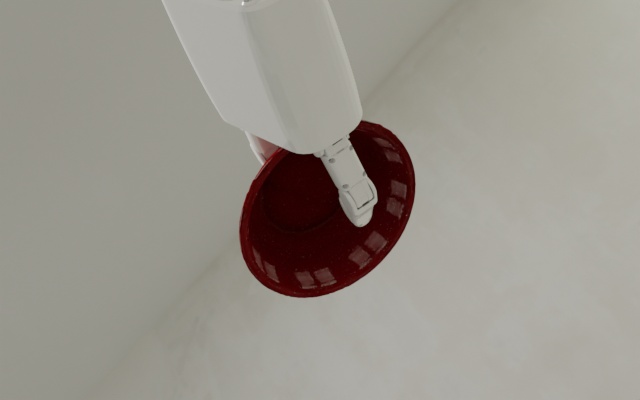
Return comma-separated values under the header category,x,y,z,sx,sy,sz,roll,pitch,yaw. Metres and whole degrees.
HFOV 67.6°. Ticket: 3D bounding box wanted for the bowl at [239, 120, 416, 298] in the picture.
category,x,y,z,sx,sy,sz,roll,pitch,yaw
bowl,0.000,0.002,0.408,0.162,0.162,0.055,0,25,-30
